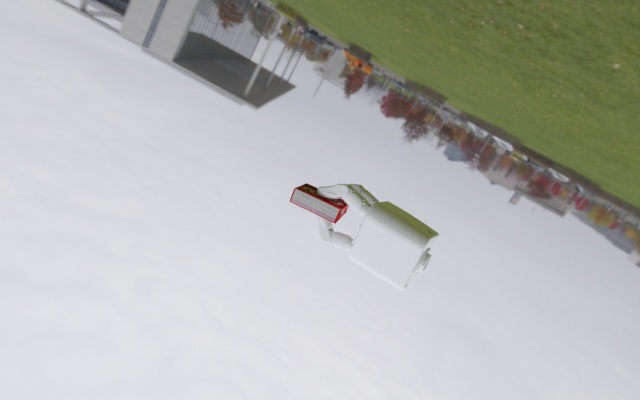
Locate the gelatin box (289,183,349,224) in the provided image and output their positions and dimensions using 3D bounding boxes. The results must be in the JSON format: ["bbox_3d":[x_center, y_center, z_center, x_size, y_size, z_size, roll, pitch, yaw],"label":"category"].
[{"bbox_3d":[0.000,0.003,0.816,0.089,0.030,0.073,25,13,9],"label":"gelatin box"}]
